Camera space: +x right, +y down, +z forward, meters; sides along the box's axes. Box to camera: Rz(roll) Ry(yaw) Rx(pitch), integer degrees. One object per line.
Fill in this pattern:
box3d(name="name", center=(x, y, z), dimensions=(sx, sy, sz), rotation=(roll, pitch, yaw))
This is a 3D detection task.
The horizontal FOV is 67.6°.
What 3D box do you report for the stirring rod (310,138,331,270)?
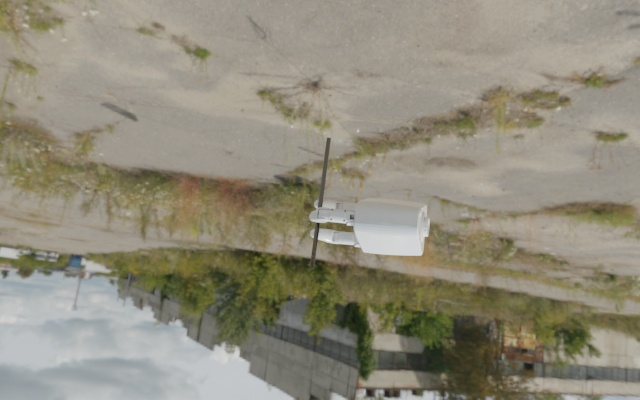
box3d(name="stirring rod", center=(0.000, 0.003, 0.855), dimensions=(0.011, 0.239, 0.011), rotation=(7, -11, 1))
